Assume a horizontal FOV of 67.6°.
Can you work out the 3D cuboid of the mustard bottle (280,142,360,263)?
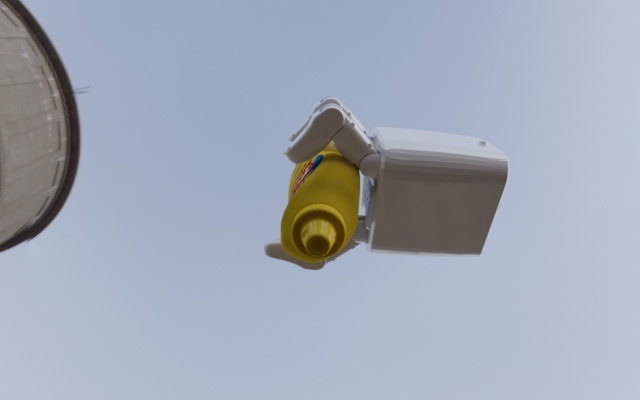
[{"bbox_3d":[0.000,0.001,0.424,0.058,0.096,0.191,27,17,-9],"label":"mustard bottle"}]
